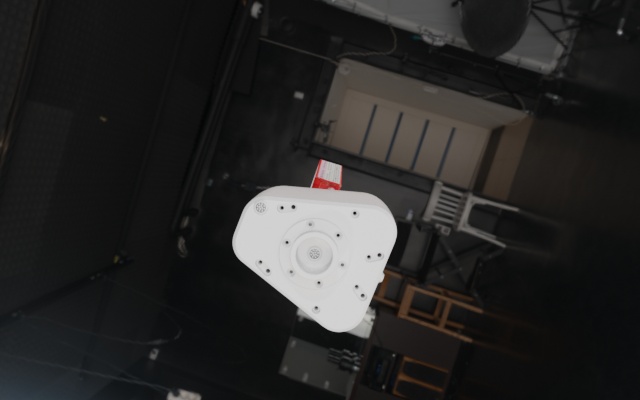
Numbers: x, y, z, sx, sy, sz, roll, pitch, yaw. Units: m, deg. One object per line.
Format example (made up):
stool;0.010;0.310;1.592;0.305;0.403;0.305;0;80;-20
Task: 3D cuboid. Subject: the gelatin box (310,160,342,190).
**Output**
gelatin box;0.000;0.001;0.517;0.030;0.073;0.089;17;17;-3
